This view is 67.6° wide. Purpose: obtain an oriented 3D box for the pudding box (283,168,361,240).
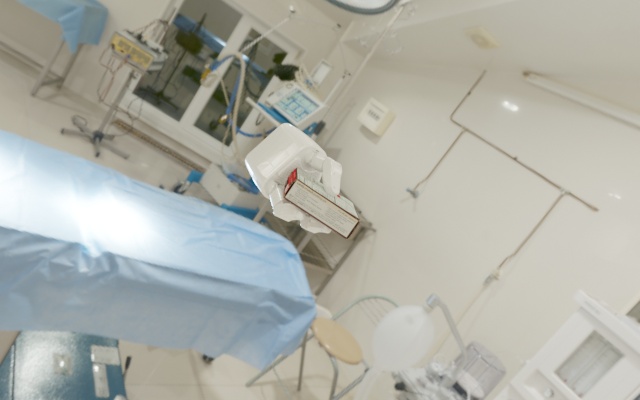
[{"bbox_3d":[0.000,0.002,0.700,0.113,0.039,0.090,32,11,-10],"label":"pudding box"}]
